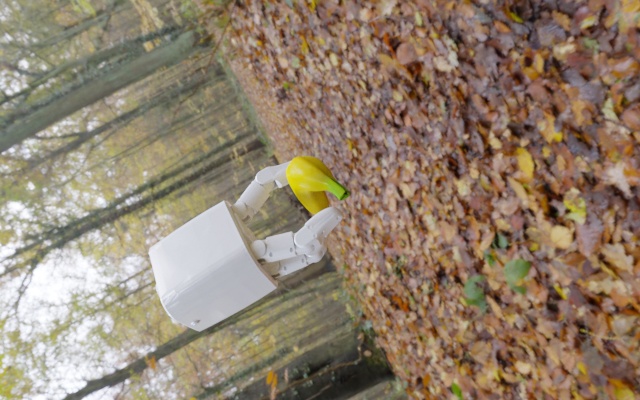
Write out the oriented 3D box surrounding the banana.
[{"bbox_3d":[-0.010,-0.014,0.538,0.037,0.069,0.198,-34,-3,-6],"label":"banana"}]
